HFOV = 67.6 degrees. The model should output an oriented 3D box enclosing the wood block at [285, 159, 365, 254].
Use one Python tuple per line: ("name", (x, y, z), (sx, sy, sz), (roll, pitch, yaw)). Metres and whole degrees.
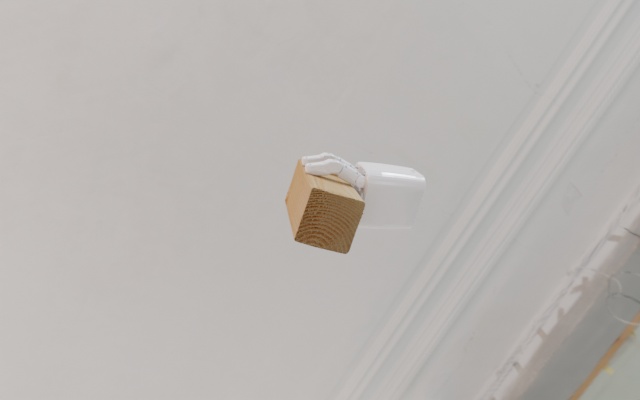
("wood block", (0.000, 0.003, 0.815), (0.090, 0.091, 0.206), (15, 14, -12))
